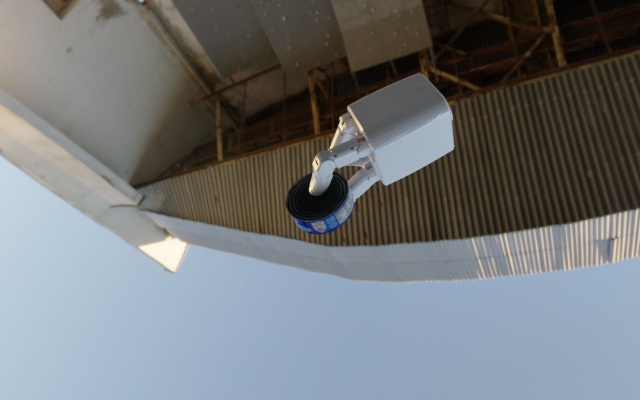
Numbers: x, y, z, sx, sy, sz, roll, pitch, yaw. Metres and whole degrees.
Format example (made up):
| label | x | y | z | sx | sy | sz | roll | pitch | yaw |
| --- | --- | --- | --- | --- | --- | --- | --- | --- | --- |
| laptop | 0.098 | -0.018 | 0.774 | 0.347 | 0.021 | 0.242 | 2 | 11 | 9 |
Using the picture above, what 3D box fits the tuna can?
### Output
| label | x | y | z | sx | sy | sz | roll | pitch | yaw |
| --- | --- | --- | --- | --- | --- | --- | --- | --- | --- |
| tuna can | 0.000 | 0.002 | 0.627 | 0.086 | 0.086 | 0.034 | 0 | -39 | 24 |
